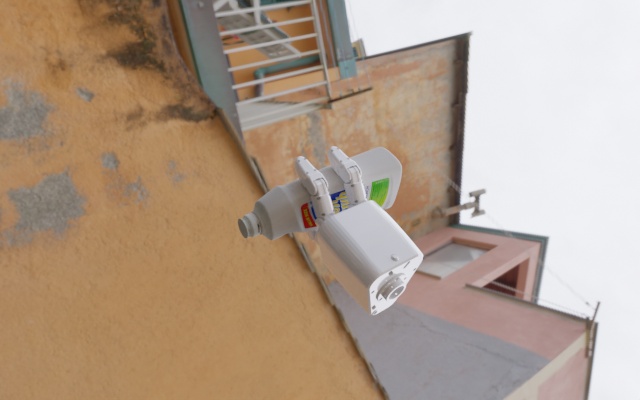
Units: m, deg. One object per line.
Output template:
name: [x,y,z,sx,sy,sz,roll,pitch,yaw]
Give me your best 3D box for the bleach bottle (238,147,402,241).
bleach bottle: [0.000,0.002,0.686,0.251,0.103,0.068,-22,52,-28]
